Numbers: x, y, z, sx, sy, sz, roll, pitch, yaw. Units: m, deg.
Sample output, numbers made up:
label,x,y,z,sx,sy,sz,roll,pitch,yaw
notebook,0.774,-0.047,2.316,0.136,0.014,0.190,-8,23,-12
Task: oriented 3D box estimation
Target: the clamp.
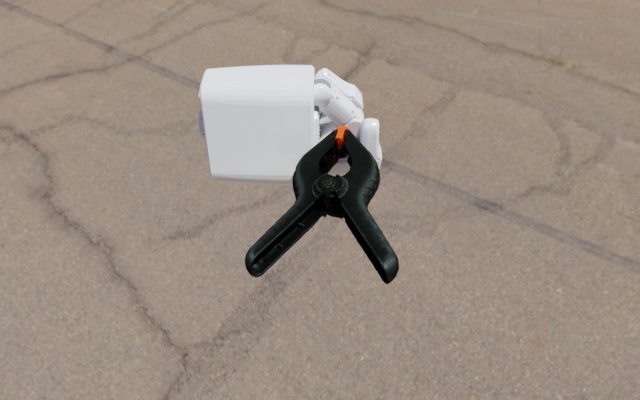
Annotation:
label,x,y,z,sx,sy,sz,roll,pitch,yaw
clamp,0.000,0.001,0.414,0.120,0.039,0.171,-1,45,2
